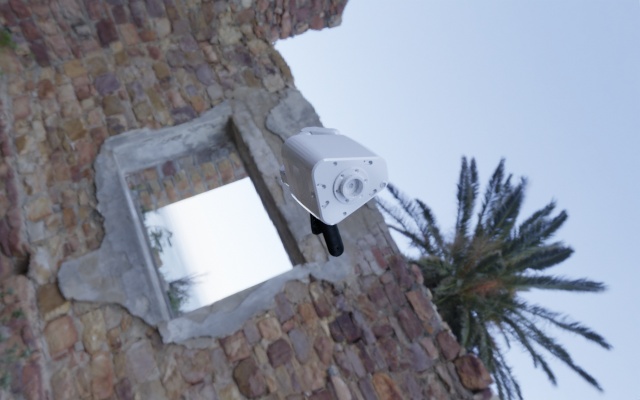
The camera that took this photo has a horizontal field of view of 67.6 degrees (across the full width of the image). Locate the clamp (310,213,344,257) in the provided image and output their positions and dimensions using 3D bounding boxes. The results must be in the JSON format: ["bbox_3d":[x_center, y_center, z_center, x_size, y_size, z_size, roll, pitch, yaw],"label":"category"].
[{"bbox_3d":[0.001,0.002,0.742,0.039,0.171,0.120,-21,28,-16],"label":"clamp"}]
